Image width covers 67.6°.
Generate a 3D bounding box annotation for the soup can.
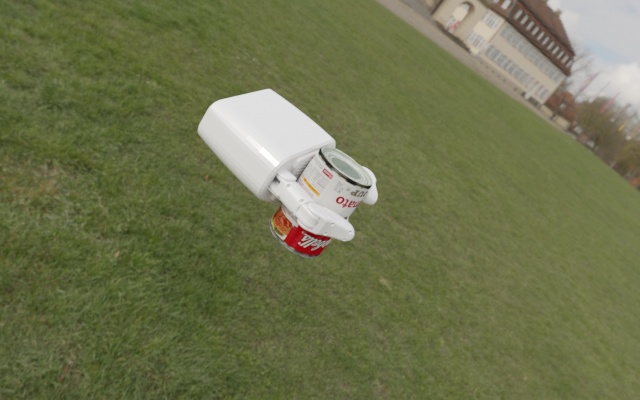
[{"bbox_3d":[0.001,0.002,0.508,0.068,0.102,0.068,30,23,-14],"label":"soup can"}]
